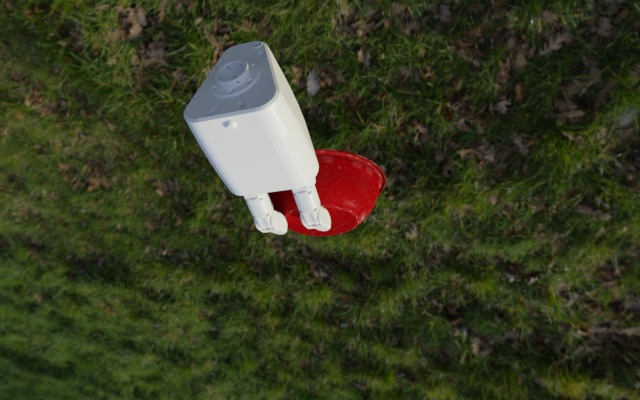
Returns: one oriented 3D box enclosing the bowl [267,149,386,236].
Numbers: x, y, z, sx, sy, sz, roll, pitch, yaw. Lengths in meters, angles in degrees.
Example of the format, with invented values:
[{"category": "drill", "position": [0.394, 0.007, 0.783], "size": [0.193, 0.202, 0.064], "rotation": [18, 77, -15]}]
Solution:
[{"category": "bowl", "position": [0.001, 0.003, 0.587], "size": [0.162, 0.055, 0.162], "rotation": [0, -26, 0]}]
